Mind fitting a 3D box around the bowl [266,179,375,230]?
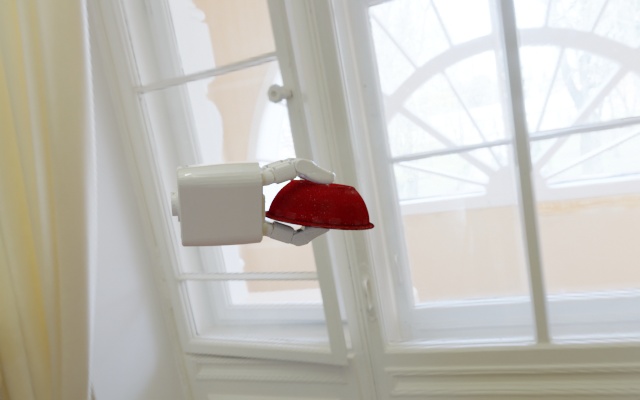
[{"bbox_3d":[0.001,0.002,0.683,0.162,0.055,0.162,7,5,-1],"label":"bowl"}]
